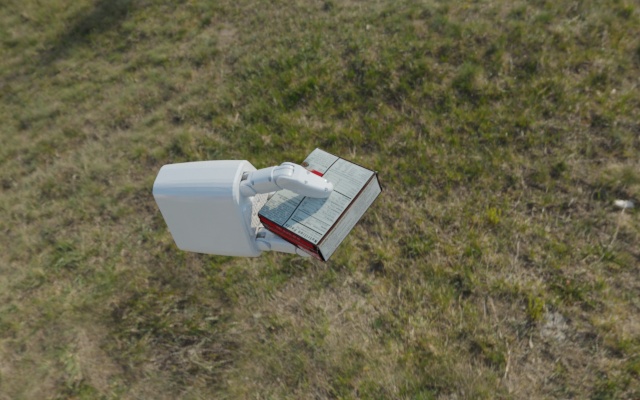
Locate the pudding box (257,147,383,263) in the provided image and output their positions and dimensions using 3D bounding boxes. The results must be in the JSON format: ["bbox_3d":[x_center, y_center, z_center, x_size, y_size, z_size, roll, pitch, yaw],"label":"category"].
[{"bbox_3d":[0.000,0.002,0.527,0.090,0.113,0.039,27,-23,32],"label":"pudding box"}]
